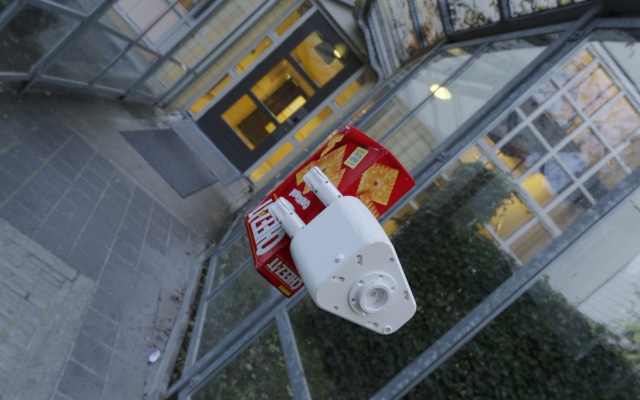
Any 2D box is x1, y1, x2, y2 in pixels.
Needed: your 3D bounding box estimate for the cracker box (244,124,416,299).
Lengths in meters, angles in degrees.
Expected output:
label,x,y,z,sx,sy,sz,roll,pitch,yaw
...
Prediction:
label,x,y,z,sx,sy,sz,roll,pitch,yaw
cracker box,0.000,0.002,0.641,0.214,0.072,0.164,-42,25,4
